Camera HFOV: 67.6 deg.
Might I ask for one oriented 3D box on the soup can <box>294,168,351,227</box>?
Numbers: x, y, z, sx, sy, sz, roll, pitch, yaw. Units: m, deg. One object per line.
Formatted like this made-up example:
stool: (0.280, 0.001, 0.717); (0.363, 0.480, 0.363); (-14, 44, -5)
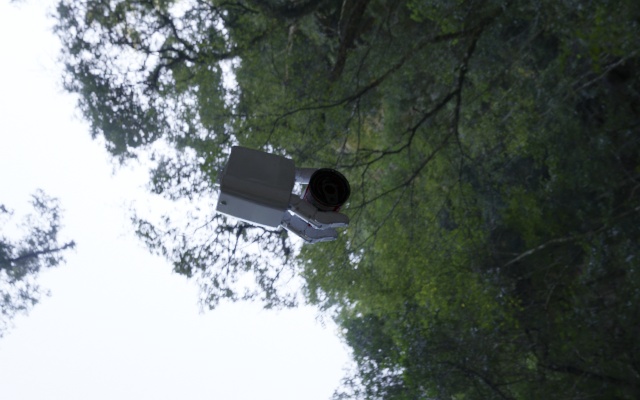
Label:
soup can: (0.001, 0.003, 0.784); (0.068, 0.068, 0.102); (0, -29, -20)
